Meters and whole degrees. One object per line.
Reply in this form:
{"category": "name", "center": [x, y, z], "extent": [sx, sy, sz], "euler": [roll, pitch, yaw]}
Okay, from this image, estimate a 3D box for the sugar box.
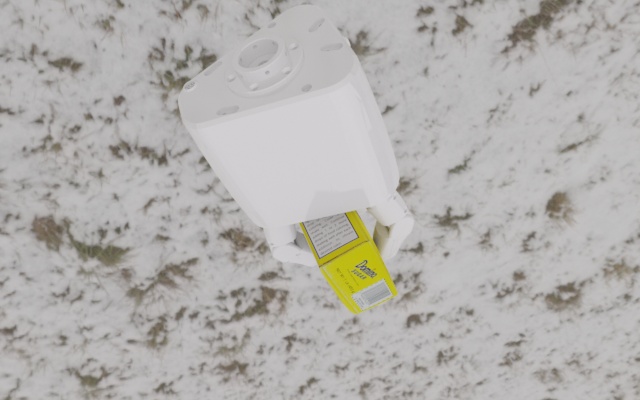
{"category": "sugar box", "center": [0.001, 0.001, 0.405], "extent": [0.048, 0.176, 0.093], "euler": [-27, -39, 3]}
